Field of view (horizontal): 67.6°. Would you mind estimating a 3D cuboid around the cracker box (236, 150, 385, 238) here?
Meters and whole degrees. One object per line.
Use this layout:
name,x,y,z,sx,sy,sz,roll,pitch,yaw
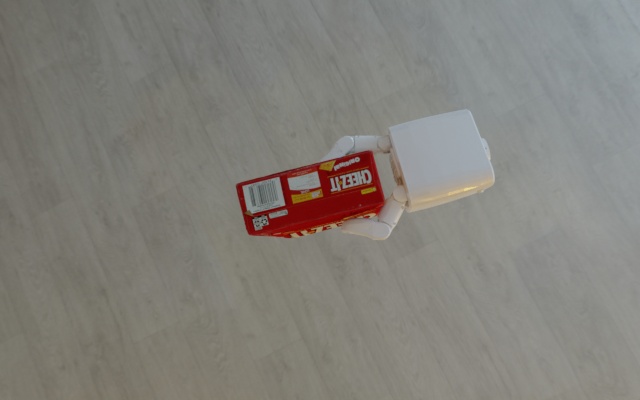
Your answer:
cracker box,0.000,0.002,0.640,0.164,0.072,0.214,-14,-7,5
